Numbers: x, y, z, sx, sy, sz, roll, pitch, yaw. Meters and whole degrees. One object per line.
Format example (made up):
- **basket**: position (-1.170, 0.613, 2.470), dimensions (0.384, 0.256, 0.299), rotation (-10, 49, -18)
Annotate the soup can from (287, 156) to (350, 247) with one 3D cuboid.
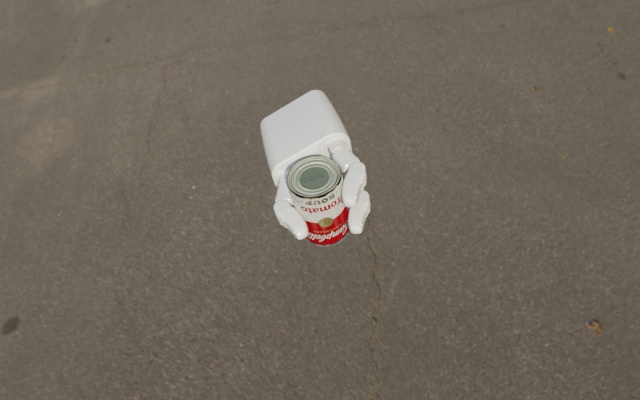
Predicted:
- **soup can**: position (0.000, 0.002, 0.600), dimensions (0.068, 0.068, 0.102), rotation (0, -39, 11)
